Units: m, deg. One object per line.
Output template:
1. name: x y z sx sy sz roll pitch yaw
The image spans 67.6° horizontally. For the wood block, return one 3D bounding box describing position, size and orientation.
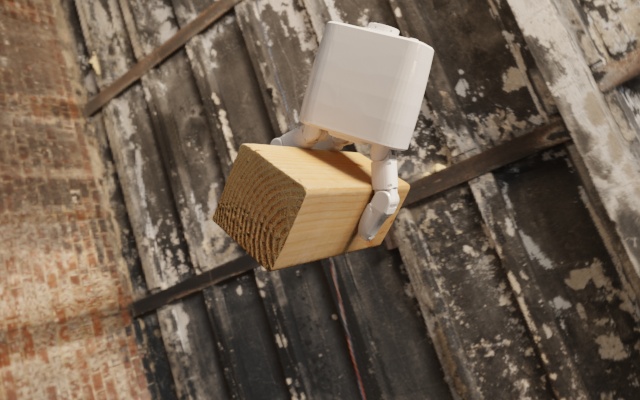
1. wood block: 0.001 0.002 0.519 0.090 0.090 0.206 36 22 29
